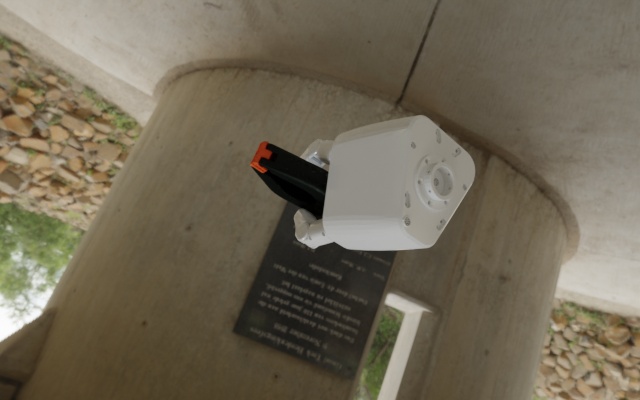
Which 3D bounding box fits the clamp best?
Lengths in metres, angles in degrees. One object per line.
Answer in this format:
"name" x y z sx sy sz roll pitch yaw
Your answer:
"clamp" 0.000 0.002 0.555 0.210 0.036 0.164 33 -21 -28
